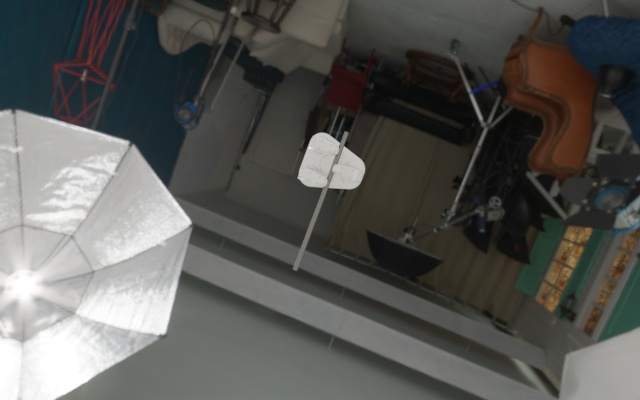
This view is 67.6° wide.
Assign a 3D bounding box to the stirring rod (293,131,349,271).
[{"bbox_3d":[0.000,0.002,0.776,0.011,0.239,0.011,20,6,-2],"label":"stirring rod"}]
